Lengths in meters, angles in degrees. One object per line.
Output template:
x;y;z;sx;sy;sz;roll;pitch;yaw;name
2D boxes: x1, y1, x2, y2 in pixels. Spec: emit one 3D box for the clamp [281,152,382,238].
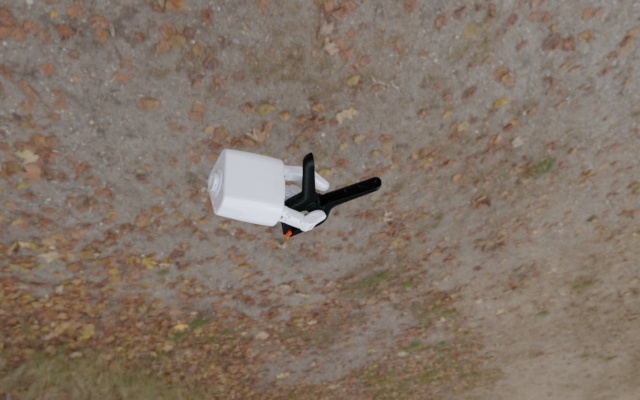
0.000;0.004;0.870;0.164;0.036;0.210;12;-43;-28;clamp
